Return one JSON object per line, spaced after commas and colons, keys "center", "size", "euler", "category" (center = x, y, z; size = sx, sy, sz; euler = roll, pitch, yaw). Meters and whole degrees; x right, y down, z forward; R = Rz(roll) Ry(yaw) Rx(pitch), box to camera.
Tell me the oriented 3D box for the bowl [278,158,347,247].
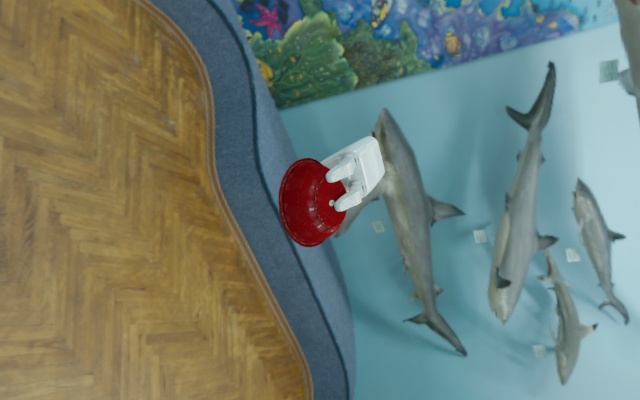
{"center": [0.000, 0.004, 0.845], "size": [0.055, 0.162, 0.162], "euler": [-2, -1, 40], "category": "bowl"}
